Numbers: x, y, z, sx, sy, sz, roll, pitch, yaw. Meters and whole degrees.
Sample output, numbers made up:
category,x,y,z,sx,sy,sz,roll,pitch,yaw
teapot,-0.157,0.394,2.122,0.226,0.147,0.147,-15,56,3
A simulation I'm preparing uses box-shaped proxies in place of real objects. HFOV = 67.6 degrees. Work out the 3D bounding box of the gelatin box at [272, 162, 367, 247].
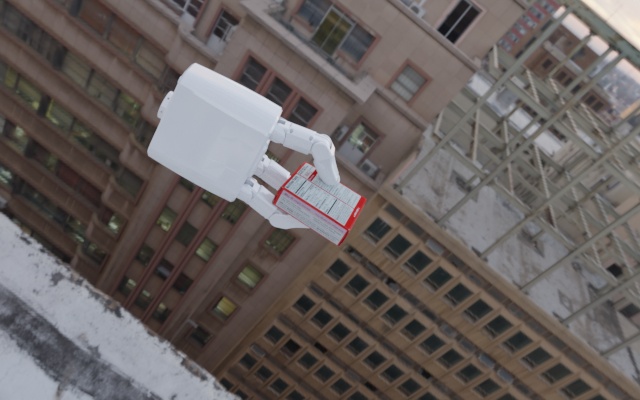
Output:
category,x,y,z,sx,sy,sz,roll,pitch,yaw
gelatin box,0.001,0.002,0.537,0.089,0.030,0.073,32,34,2
